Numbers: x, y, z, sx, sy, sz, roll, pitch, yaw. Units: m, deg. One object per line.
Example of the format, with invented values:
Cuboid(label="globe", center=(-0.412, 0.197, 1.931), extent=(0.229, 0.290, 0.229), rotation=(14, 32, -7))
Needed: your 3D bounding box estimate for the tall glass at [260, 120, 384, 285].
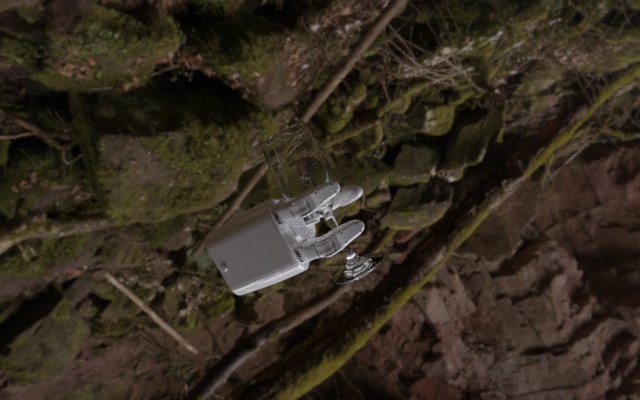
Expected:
Cuboid(label="tall glass", center=(0.001, 0.002, 0.601), extent=(0.079, 0.201, 0.079), rotation=(-28, 7, 4))
